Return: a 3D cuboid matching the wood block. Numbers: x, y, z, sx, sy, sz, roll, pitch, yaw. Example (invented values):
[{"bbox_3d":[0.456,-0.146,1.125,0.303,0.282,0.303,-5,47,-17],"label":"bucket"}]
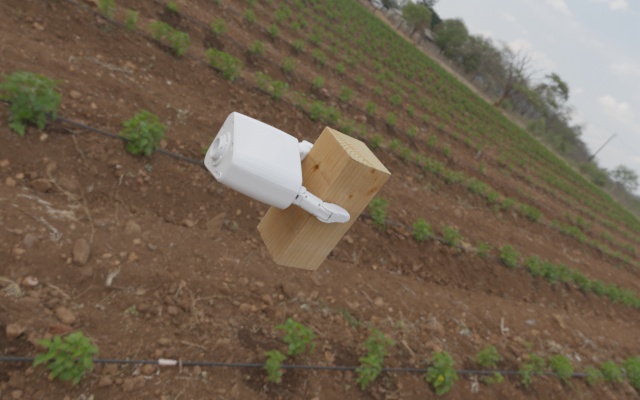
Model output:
[{"bbox_3d":[0.000,0.002,0.750,0.090,0.206,0.090,17,29,-41],"label":"wood block"}]
